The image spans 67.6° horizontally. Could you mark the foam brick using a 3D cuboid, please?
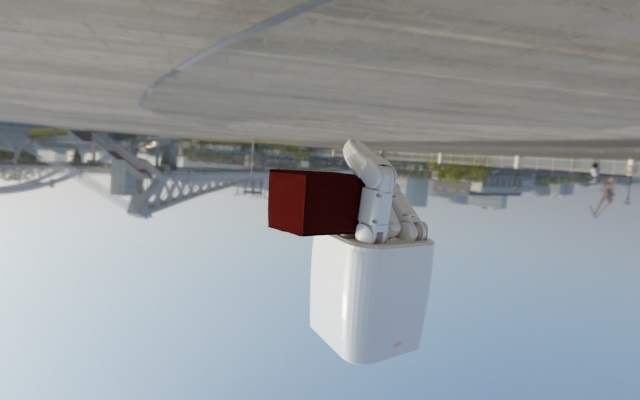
[{"bbox_3d":[0.000,0.001,0.415,0.078,0.051,0.053,0,7,-40],"label":"foam brick"}]
